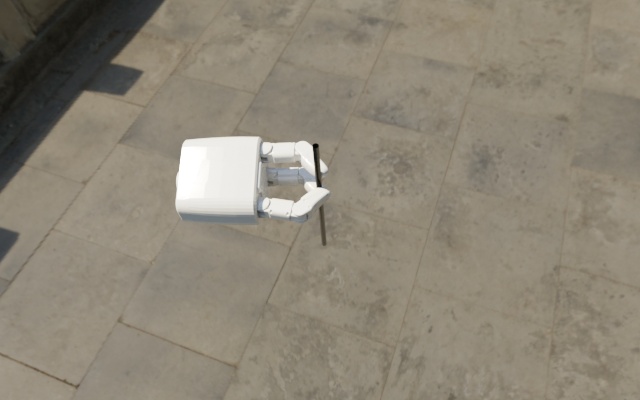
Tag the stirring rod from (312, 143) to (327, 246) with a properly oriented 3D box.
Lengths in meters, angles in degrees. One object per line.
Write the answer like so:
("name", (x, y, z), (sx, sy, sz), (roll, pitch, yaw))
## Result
("stirring rod", (0.000, 0.002, 0.664), (0.011, 0.011, 0.240), (0, -34, 3))
